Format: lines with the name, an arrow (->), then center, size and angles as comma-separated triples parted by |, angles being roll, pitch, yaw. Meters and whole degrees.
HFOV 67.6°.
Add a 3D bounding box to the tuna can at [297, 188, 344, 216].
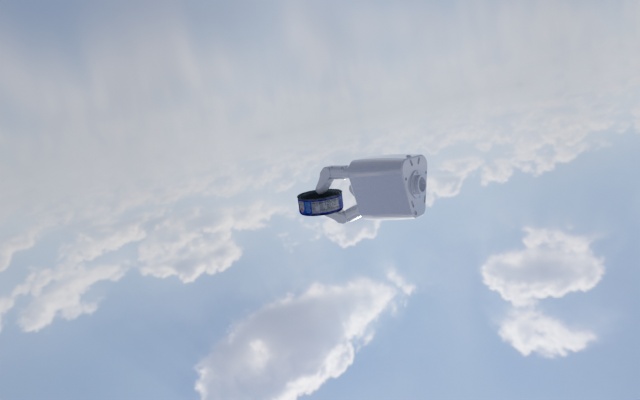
tuna can -> 0.000, 0.003, 0.894 | 0.086, 0.034, 0.086 | -7, 12, 2
